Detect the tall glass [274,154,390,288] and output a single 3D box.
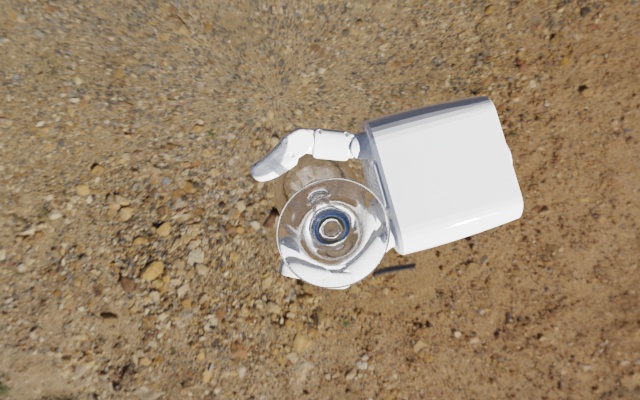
[{"bbox_3d":[0.000,0.001,0.403,0.079,0.079,0.201,0,12,-6],"label":"tall glass"}]
